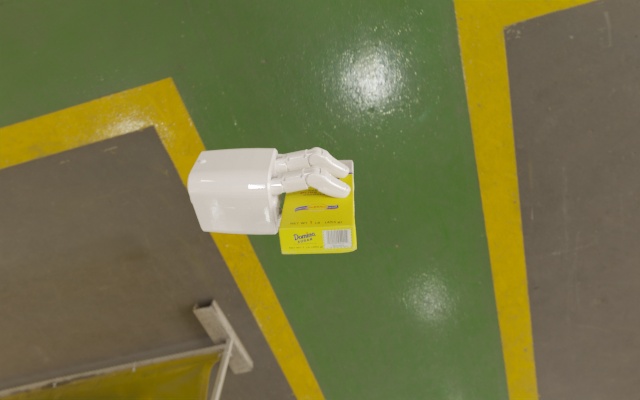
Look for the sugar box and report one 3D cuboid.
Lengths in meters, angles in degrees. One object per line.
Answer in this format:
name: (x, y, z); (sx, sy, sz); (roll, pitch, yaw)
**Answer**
sugar box: (0.000, 0.002, 0.644); (0.093, 0.048, 0.176); (-2, 34, 3)
